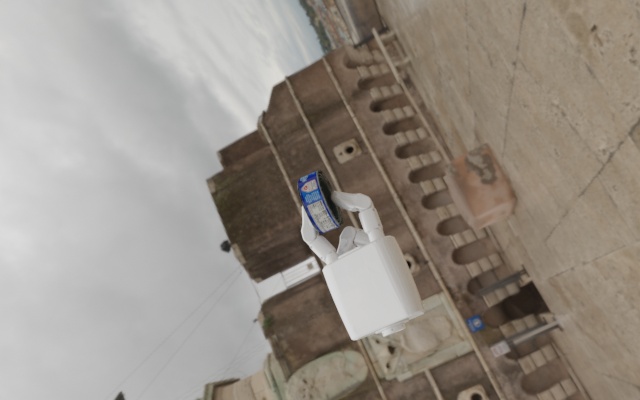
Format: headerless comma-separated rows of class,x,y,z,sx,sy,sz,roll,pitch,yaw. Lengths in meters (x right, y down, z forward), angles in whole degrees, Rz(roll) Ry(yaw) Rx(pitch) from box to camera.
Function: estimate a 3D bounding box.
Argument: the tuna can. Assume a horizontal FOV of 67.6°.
tuna can,0.000,0.002,0.673,0.034,0.086,0.086,-23,-5,11
